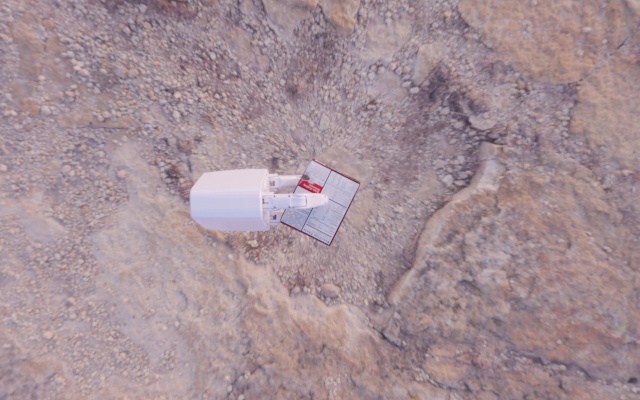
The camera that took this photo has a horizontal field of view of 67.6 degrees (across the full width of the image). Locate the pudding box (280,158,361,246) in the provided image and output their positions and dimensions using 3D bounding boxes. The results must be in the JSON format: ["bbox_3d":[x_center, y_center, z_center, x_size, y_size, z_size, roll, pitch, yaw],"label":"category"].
[{"bbox_3d":[0.000,0.002,0.746,0.090,0.113,0.039,27,4,-1],"label":"pudding box"}]
